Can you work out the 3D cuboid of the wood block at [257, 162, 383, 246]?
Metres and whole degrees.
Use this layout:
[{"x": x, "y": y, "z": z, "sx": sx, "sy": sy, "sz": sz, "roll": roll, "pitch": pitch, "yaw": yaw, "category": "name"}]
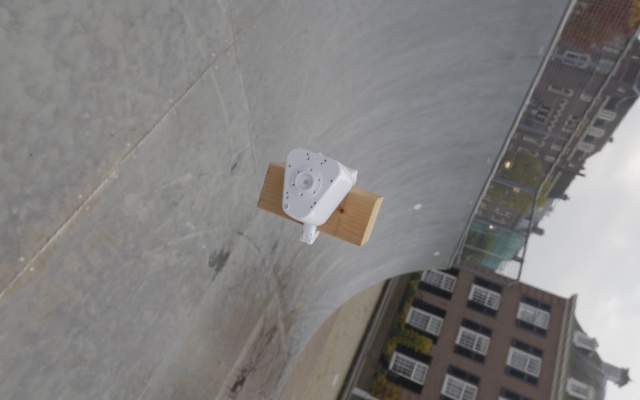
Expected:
[{"x": 0.000, "y": 0.003, "z": 0.891, "sx": 0.206, "sy": 0.091, "sz": 0.090, "roll": 20, "pitch": 9, "yaw": 13, "category": "wood block"}]
